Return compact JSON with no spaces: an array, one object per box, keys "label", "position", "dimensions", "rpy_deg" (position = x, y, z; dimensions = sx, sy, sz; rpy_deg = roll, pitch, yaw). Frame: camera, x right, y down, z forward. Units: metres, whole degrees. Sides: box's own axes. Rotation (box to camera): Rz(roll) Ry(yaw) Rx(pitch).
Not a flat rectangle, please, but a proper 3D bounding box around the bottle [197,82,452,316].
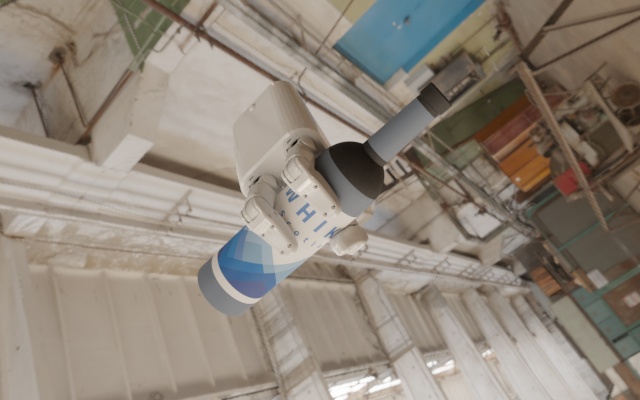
[{"label":"bottle","position":[0.000,0.002,0.456],"dimensions":[0.296,0.069,0.069],"rpy_deg":[-42,-17,20]}]
